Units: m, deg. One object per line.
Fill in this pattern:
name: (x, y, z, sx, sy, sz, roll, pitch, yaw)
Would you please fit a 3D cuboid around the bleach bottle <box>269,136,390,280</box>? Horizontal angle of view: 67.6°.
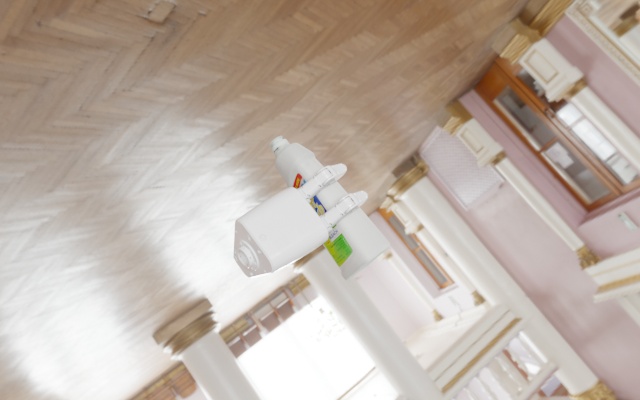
bleach bottle: (0.000, 0.003, 0.774, 0.068, 0.251, 0.103, -31, -13, -33)
